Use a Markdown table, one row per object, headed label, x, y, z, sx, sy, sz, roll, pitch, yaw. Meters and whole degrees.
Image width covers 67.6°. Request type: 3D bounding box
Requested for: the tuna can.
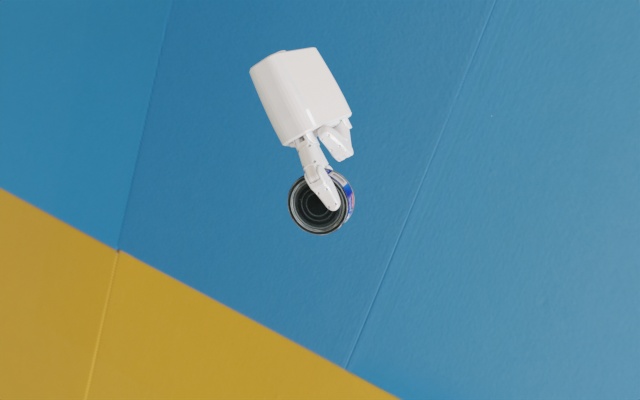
| label | x | y | z | sx | sy | sz | roll | pitch | yaw |
| --- | --- | --- | --- | --- | --- | --- | --- | --- | --- |
| tuna can | 0.000 | 0.002 | 0.633 | 0.086 | 0.086 | 0.033 | 0 | 15 | 17 |
